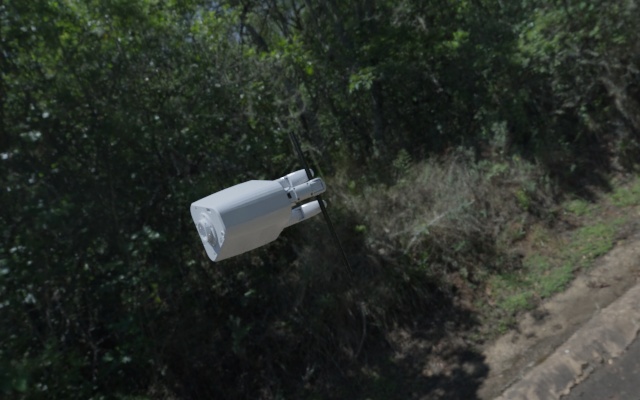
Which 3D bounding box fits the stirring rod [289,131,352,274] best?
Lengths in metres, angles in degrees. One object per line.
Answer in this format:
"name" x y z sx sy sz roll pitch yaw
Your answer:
"stirring rod" 0.000 0.003 0.752 0.011 0.239 0.011 -23 -1 -1
